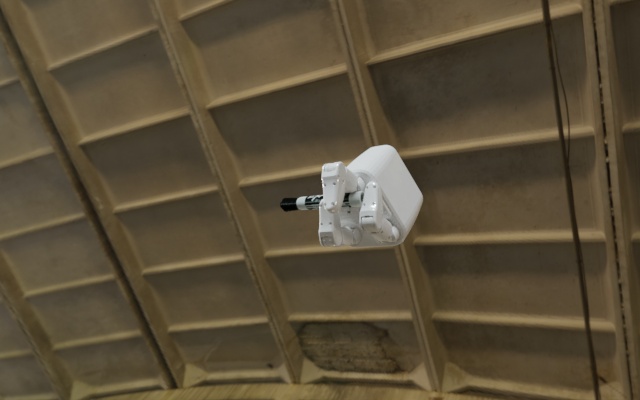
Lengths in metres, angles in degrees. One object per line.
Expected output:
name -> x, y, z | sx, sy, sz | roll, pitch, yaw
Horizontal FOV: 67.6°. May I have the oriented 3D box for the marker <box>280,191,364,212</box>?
marker -> 0.000, 0.002, 0.611 | 0.121, 0.020, 0.020 | -5, -3, 30
